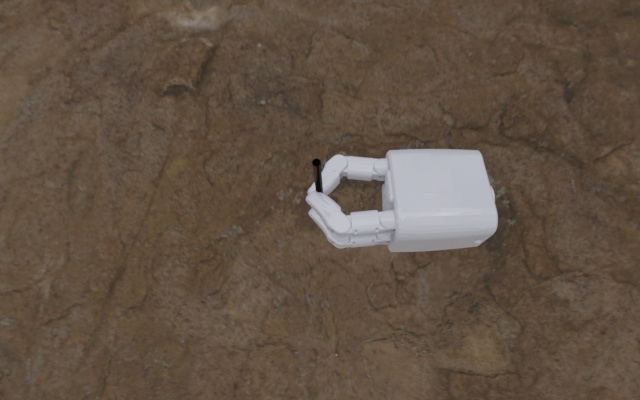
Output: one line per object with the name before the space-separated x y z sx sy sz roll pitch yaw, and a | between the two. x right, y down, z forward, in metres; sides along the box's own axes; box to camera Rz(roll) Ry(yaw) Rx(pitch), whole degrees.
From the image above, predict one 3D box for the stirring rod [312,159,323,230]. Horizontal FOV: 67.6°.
stirring rod | 0.000 0.002 0.556 0.011 0.011 0.240 0 -18 2
